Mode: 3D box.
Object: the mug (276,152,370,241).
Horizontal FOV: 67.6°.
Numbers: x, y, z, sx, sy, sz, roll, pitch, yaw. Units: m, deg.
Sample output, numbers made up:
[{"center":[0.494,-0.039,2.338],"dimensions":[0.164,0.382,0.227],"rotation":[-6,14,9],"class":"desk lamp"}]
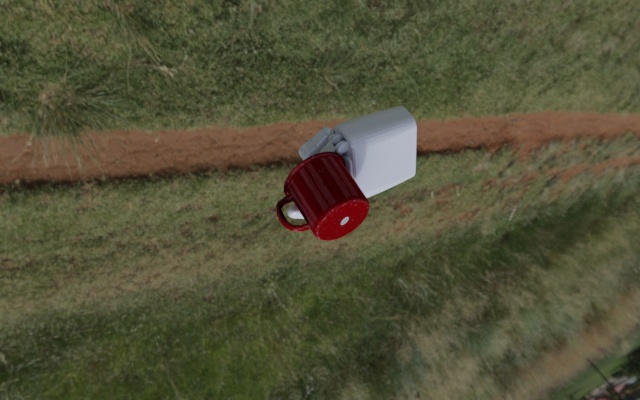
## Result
[{"center":[-0.001,0.003,0.616],"dimensions":[0.117,0.081,0.093],"rotation":[-23,-33,-16],"class":"mug"}]
